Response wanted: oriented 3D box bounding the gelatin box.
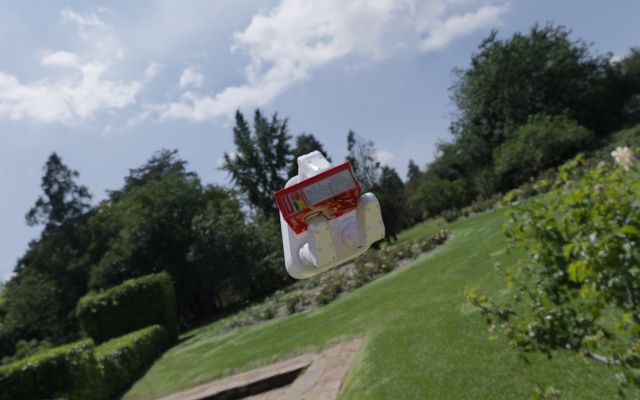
[{"bbox_3d":[0.000,0.001,0.456,0.073,0.030,0.089,-23,-14,-1],"label":"gelatin box"}]
